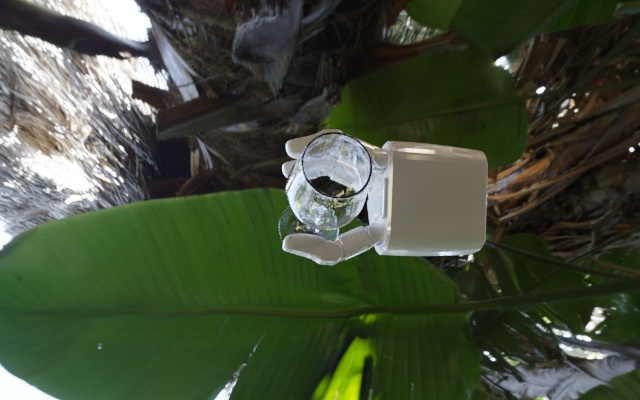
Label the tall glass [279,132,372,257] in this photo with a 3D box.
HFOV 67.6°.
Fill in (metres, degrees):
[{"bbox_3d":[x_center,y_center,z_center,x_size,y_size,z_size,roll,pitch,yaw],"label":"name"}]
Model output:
[{"bbox_3d":[0.000,0.002,0.497,0.079,0.079,0.201,0,-19,-8],"label":"tall glass"}]
